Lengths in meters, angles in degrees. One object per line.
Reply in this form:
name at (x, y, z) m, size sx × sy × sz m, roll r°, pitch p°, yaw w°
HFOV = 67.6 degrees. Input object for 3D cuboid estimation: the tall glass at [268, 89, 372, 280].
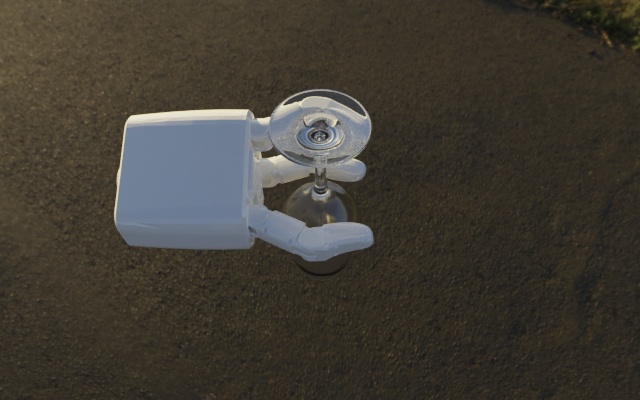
tall glass at (0.000, 0.001, 0.423) m, size 0.079 × 0.079 × 0.201 m, roll 0°, pitch -34°, yaw 1°
